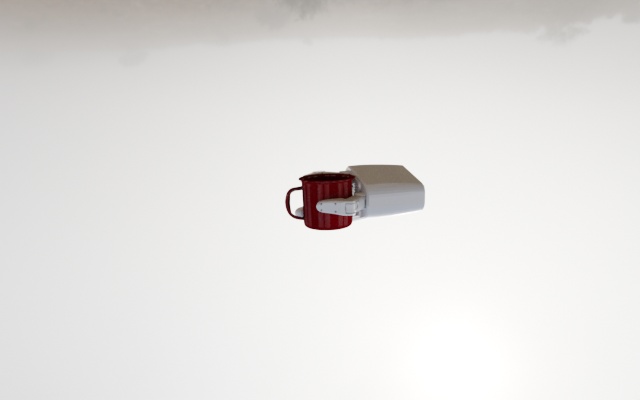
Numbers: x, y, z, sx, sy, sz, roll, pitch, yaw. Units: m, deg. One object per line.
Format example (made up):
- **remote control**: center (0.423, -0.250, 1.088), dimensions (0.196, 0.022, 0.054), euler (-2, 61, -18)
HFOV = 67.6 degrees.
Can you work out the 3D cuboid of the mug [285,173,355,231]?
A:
- **mug**: center (-0.001, 0.003, 0.779), dimensions (0.117, 0.081, 0.093), euler (-5, 11, -15)
